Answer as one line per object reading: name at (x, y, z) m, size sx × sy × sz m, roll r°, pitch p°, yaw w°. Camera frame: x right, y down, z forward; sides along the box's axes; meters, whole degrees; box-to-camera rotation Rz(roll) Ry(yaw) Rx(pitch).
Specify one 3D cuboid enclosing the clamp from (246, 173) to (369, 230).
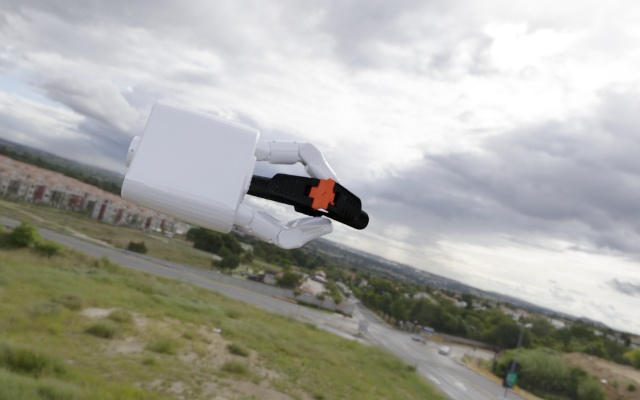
clamp at (0.000, 0.001, 0.506) m, size 0.164 × 0.036 × 0.210 m, roll 17°, pitch -4°, yaw -12°
